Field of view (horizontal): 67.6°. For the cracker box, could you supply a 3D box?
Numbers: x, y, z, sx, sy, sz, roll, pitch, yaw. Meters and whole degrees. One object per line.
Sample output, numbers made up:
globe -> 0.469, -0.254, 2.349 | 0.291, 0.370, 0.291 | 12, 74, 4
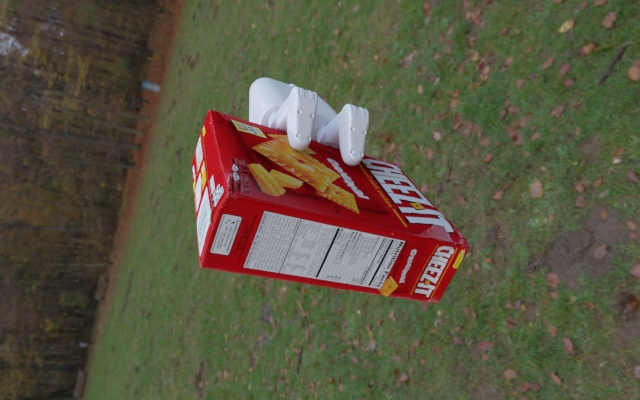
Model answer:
cracker box -> 0.000, 0.002, 0.429 | 0.214, 0.072, 0.164 | 13, 26, -23
